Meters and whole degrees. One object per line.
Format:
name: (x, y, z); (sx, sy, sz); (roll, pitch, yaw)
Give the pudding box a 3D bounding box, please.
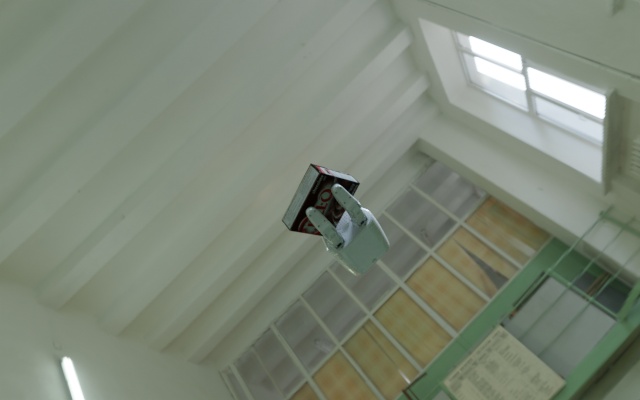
pudding box: (0.000, 0.003, 0.786); (0.090, 0.113, 0.039); (12, 21, -41)
